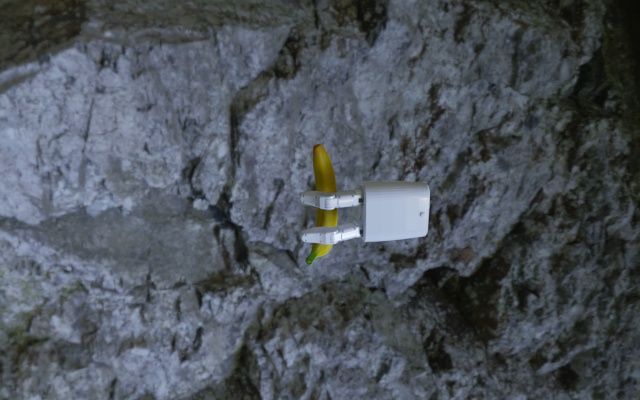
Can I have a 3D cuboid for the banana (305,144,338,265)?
[{"bbox_3d":[0.006,0.007,0.801,0.037,0.198,0.069,2,-2,19],"label":"banana"}]
